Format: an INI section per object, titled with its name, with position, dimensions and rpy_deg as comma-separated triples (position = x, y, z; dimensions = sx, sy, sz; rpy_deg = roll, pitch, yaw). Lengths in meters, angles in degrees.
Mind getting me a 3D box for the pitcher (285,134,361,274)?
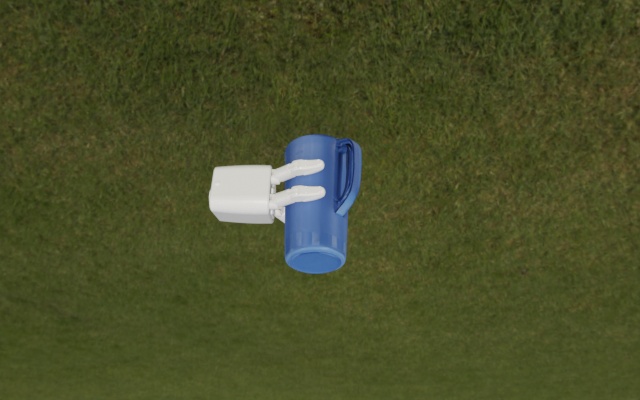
[pitcher]
position = 0.000, 0.003, 0.888
dimensions = 0.145, 0.242, 0.149
rpy_deg = 1, -31, -1
